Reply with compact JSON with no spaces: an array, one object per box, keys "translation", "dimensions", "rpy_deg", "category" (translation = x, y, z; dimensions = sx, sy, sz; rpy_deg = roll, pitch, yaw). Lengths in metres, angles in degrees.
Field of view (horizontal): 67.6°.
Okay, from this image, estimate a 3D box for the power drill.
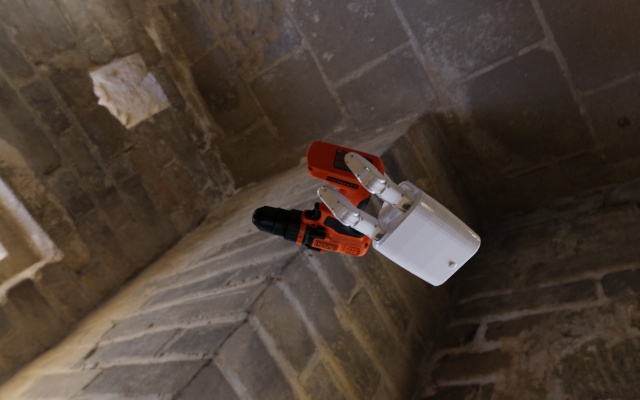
[{"translation":[0.000,0.002,0.684],"dimensions":[0.184,0.057,0.188],"rpy_deg":[13,-39,-5],"category":"power drill"}]
